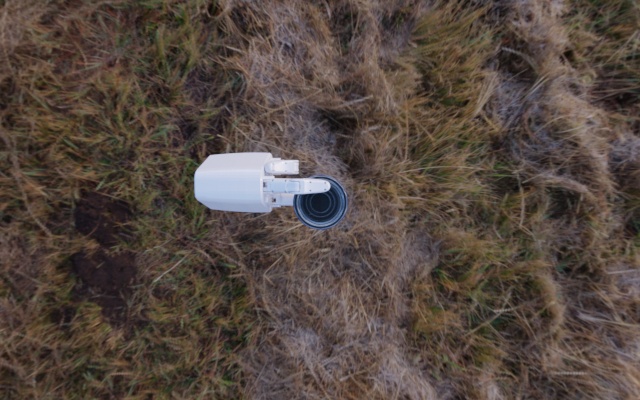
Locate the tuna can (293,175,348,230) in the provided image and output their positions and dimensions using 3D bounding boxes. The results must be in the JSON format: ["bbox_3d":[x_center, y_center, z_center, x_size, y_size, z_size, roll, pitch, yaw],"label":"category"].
[{"bbox_3d":[0.000,0.002,0.743,0.086,0.086,0.034,0,3,0],"label":"tuna can"}]
